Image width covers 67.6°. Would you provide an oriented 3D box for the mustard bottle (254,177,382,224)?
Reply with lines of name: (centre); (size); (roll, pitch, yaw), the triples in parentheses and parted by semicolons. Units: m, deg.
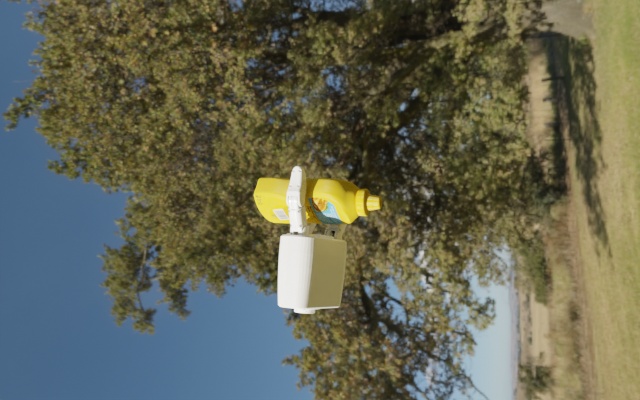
mustard bottle: (0.000, 0.002, 0.741); (0.191, 0.058, 0.096); (1, -33, 22)
